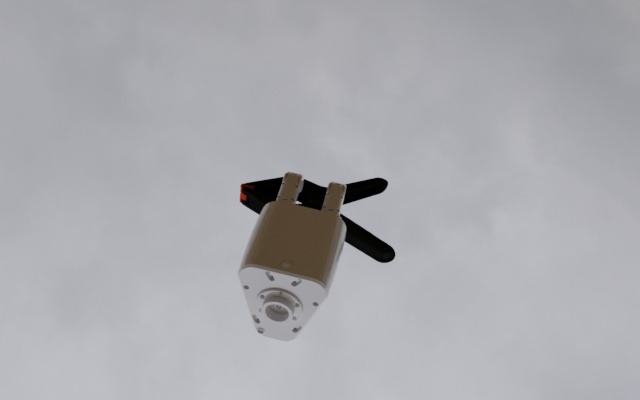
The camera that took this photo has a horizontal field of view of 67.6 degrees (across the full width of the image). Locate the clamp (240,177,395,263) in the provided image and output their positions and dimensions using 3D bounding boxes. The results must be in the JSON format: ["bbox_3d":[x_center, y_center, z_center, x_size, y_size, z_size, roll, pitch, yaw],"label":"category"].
[{"bbox_3d":[-0.001,0.003,0.638,0.210,0.036,0.164,13,35,3],"label":"clamp"}]
